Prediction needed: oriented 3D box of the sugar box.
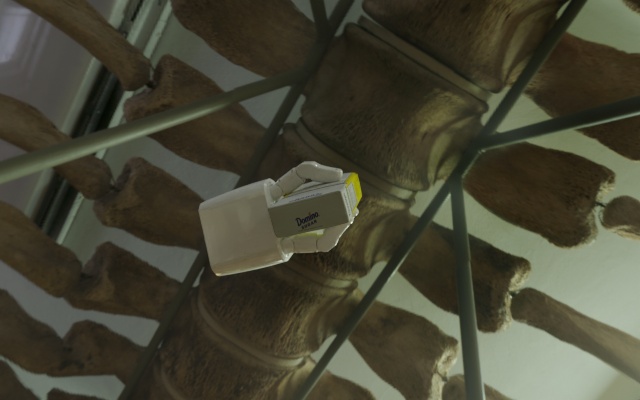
[{"bbox_3d":[0.000,0.003,0.635,0.093,0.048,0.176,-14,10,13],"label":"sugar box"}]
